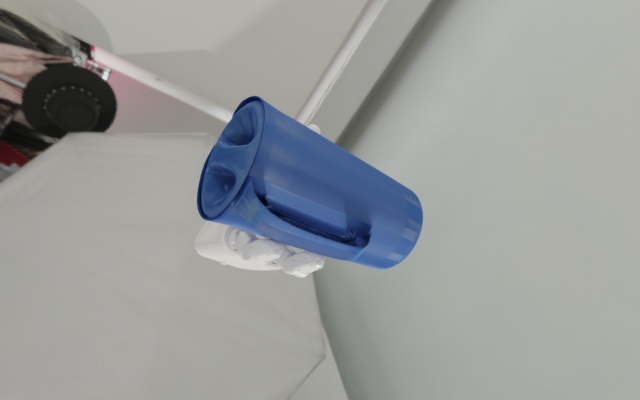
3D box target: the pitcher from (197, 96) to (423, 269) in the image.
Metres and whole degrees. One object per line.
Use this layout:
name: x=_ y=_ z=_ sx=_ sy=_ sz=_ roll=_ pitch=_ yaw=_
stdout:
pitcher: x=0.000 y=0.002 z=0.526 sx=0.243 sy=0.149 sz=0.145 roll=23 pitch=-23 yaw=-31
